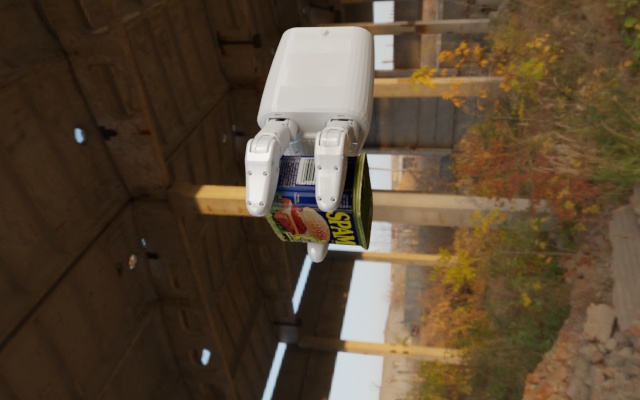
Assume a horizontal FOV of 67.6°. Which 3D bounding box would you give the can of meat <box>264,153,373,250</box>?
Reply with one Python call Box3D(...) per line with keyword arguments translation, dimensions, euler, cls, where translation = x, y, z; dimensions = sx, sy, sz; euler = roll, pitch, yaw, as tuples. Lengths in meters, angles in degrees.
Box3D(translation=(0.000, 0.001, 0.420), dimensions=(0.084, 0.057, 0.102), euler=(3, -26, 12), cls="can of meat")
